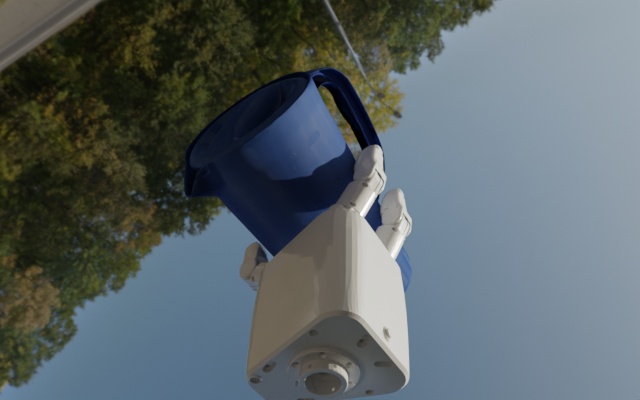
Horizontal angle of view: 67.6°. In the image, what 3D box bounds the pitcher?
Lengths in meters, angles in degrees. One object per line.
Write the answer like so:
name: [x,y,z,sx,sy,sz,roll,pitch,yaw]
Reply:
pitcher: [0.000,0.002,0.472,0.149,0.243,0.145,-25,29,19]
